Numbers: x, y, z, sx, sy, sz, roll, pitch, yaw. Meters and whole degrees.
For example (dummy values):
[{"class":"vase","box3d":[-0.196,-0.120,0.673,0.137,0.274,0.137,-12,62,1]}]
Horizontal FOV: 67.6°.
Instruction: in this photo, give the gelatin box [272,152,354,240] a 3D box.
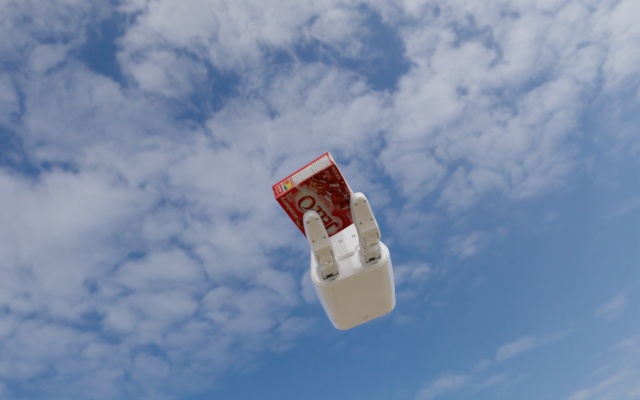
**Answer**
[{"class":"gelatin box","box3d":[0.000,0.001,0.529,0.073,0.089,0.030,-31,37,4]}]
